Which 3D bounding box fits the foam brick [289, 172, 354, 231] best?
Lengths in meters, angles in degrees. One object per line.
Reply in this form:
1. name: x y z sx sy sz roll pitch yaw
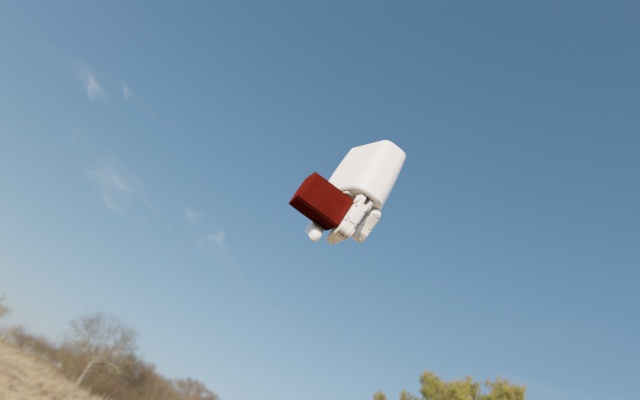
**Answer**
1. foam brick: 0.000 0.002 0.733 0.078 0.051 0.053 36 -20 -10
